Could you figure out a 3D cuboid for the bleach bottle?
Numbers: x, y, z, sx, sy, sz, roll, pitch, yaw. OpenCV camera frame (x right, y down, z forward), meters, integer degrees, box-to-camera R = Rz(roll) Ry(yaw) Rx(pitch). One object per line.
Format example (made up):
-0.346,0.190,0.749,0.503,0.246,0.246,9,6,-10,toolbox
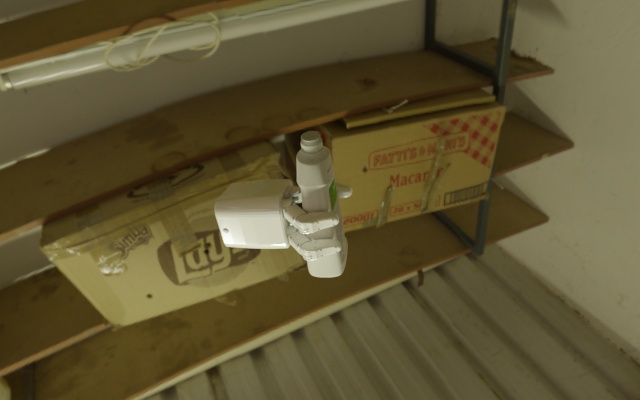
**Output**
0.000,0.003,0.756,0.068,0.251,0.102,-2,38,8,bleach bottle
